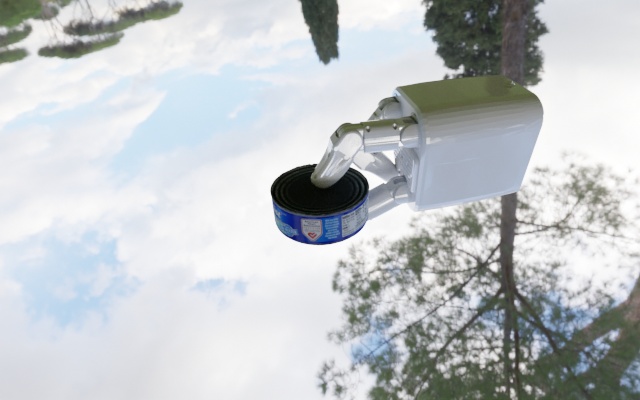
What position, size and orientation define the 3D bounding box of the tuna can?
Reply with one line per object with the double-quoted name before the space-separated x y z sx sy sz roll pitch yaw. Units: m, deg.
"tuna can" 0.000 0.002 0.420 0.086 0.034 0.086 -2 33 2
